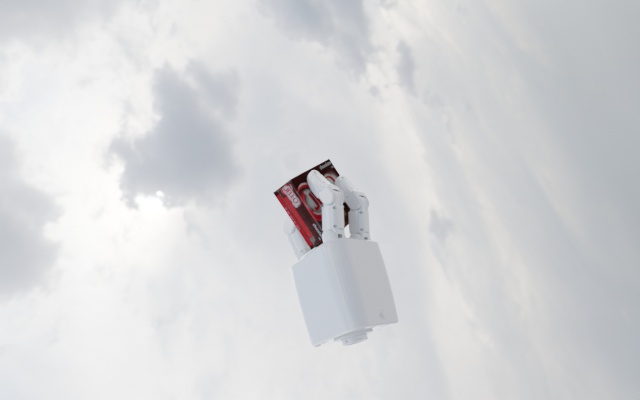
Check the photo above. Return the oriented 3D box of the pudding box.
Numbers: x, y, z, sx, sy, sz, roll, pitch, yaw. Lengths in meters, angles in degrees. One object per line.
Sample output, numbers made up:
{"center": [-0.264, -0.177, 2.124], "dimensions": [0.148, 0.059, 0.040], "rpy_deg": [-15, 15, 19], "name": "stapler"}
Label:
{"center": [0.000, 0.002, 0.636], "dimensions": [0.039, 0.090, 0.113], "rpy_deg": [-32, 2, 32], "name": "pudding box"}
